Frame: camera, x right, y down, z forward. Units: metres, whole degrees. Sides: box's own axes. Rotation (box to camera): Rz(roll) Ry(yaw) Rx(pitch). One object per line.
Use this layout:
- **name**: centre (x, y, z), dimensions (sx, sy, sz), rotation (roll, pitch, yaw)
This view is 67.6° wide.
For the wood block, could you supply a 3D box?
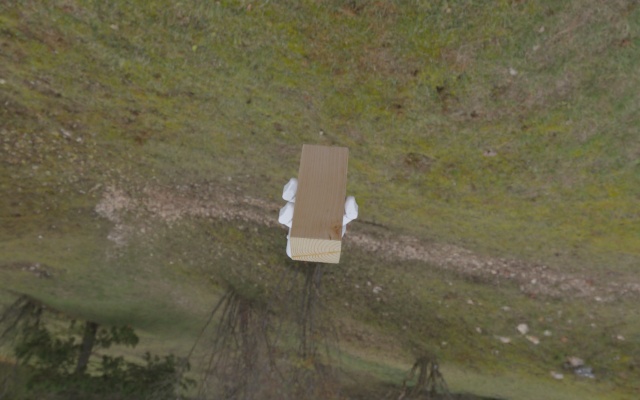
- **wood block**: centre (0.000, 0.003, 0.899), dimensions (0.091, 0.206, 0.090), rotation (5, -33, 2)
